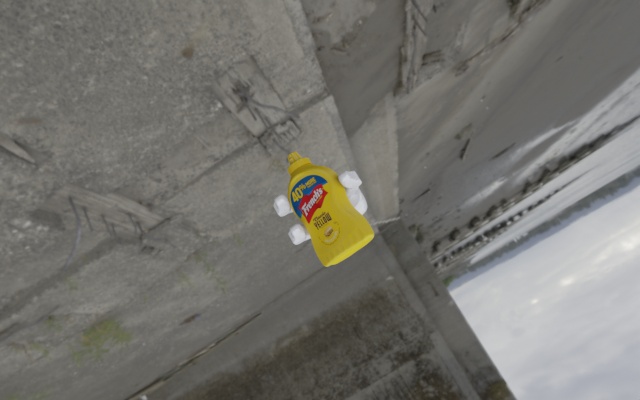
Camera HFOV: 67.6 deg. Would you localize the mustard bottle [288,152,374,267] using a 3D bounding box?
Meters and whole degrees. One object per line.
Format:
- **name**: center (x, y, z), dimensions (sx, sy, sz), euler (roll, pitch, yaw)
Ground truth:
- **mustard bottle**: center (0.000, 0.003, 0.771), dimensions (0.096, 0.191, 0.058), euler (-39, -18, 29)
